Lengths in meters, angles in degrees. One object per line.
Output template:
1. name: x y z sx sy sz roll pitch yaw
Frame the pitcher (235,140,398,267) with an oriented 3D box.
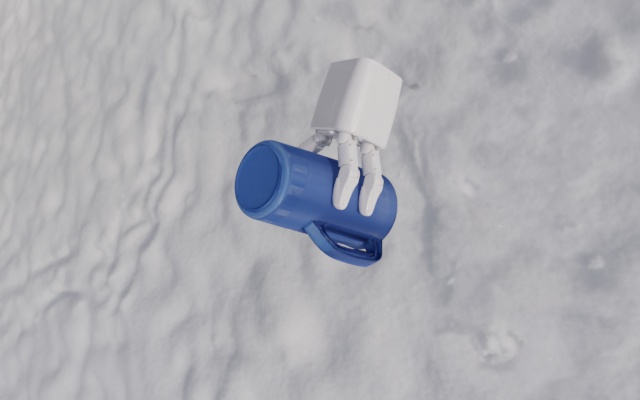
1. pitcher: 0.000 0.002 0.704 0.149 0.145 0.243 21 4 43
